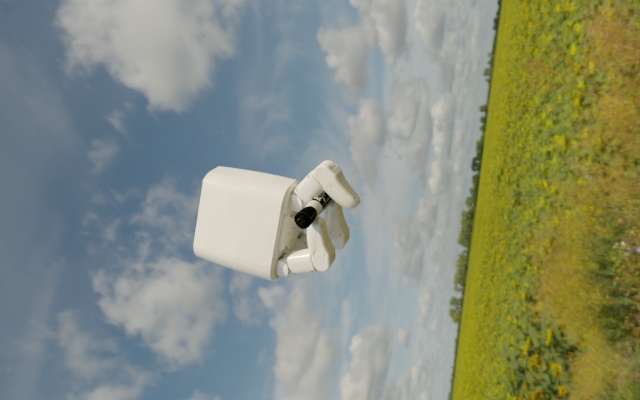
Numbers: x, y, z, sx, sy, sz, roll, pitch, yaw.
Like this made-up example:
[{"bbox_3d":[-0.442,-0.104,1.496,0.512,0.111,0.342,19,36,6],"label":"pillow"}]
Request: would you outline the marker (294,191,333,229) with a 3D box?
[{"bbox_3d":[0.000,0.002,0.530,0.020,0.020,0.121,0,20,21],"label":"marker"}]
